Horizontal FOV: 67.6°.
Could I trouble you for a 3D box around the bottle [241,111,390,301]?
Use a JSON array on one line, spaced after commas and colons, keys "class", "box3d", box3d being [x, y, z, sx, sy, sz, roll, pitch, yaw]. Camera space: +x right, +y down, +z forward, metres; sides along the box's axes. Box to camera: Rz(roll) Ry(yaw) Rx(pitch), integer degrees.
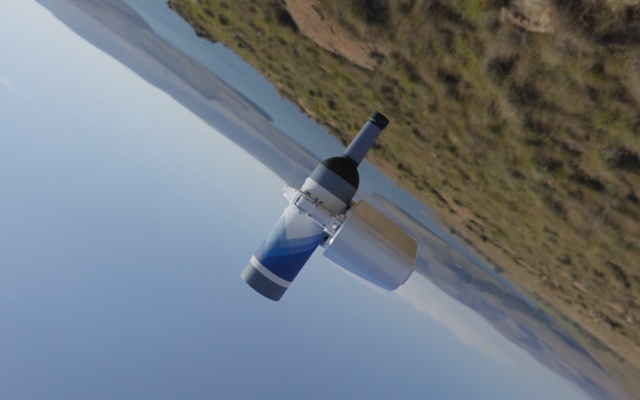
[{"class": "bottle", "box3d": [0.000, 0.002, 0.669, 0.069, 0.296, 0.069, 36, 1, -1]}]
